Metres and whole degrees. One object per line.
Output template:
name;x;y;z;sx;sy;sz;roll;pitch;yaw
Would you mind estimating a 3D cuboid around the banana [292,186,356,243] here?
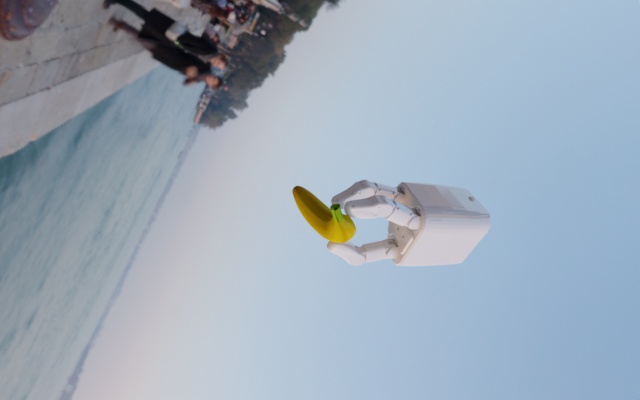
banana;0.007;0.020;0.654;0.037;0.070;0.198;-22;14;-15
